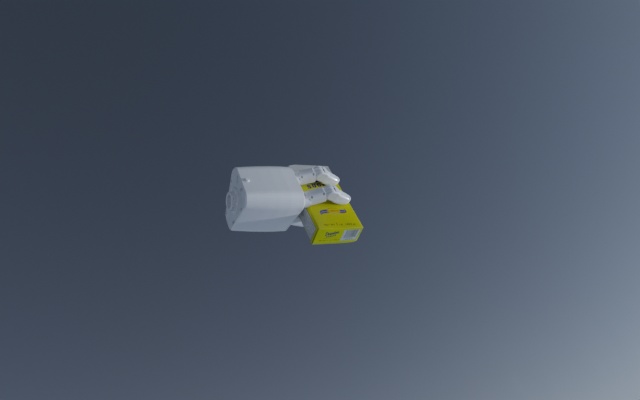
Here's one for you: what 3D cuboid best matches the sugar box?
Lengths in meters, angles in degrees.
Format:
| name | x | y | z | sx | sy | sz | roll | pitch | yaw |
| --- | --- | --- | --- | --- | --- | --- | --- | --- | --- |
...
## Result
| name | x | y | z | sx | sy | sz | roll | pitch | yaw |
| --- | --- | --- | --- | --- | --- | --- | --- | --- | --- |
| sugar box | 0.000 | 0.003 | 0.884 | 0.093 | 0.048 | 0.176 | 0 | 44 | -29 |
